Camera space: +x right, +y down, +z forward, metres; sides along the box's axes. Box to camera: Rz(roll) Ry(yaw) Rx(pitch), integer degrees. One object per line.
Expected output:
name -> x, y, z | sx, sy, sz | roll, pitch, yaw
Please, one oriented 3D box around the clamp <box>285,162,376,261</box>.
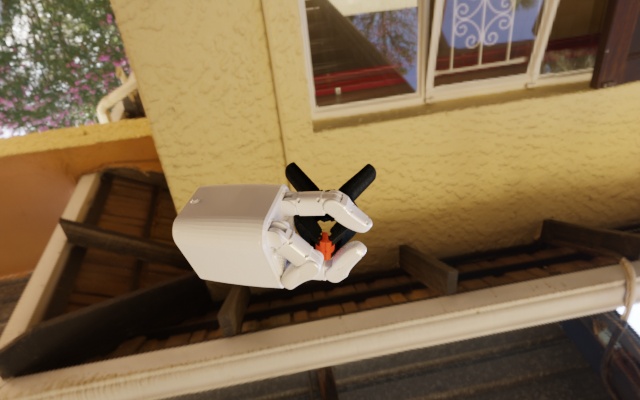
clamp -> 0.000, 0.003, 0.586 | 0.120, 0.039, 0.171 | 2, 35, 13
